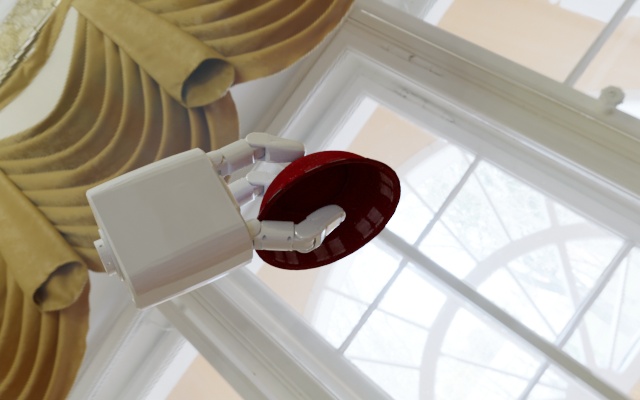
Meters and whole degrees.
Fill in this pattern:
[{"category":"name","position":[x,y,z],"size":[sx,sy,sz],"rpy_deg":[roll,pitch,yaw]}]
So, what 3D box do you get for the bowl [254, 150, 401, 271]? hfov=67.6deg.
[{"category":"bowl","position":[0.001,0.001,0.496],"size":[0.162,0.055,0.162],"rpy_deg":[-16,-39,-14]}]
